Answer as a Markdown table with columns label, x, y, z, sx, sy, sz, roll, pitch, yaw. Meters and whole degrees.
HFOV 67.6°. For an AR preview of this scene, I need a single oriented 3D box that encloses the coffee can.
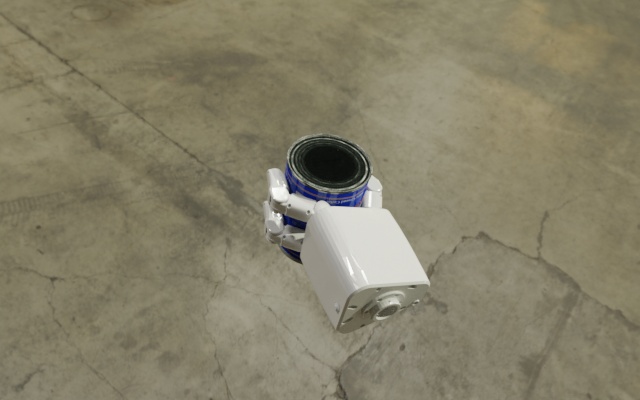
| label | x | y | z | sx | sy | sz | roll | pitch | yaw |
| --- | --- | --- | --- | --- | --- | --- | --- | --- | --- |
| coffee can | 0.000 | 0.002 | 0.607 | 0.103 | 0.102 | 0.140 | 0 | -43 | -13 |
